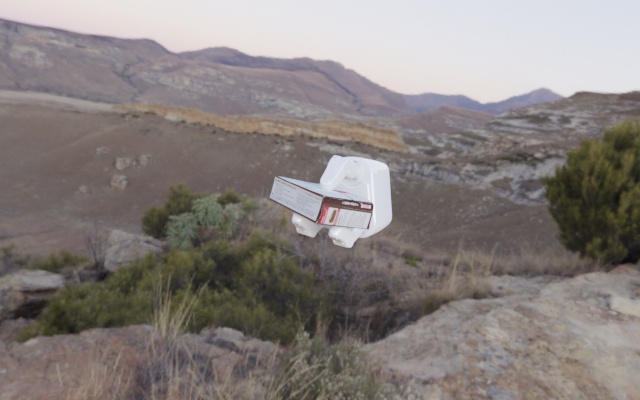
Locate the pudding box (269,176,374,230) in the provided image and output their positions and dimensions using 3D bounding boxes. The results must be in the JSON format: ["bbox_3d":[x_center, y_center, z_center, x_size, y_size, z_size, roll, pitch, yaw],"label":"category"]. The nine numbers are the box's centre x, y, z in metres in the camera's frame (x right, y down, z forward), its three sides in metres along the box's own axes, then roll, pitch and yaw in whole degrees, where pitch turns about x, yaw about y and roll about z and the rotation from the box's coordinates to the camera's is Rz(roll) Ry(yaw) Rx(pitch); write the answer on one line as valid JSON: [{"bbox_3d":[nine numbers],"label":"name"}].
[{"bbox_3d":[0.000,0.002,0.624,0.090,0.039,0.113,7,9,-39],"label":"pudding box"}]
